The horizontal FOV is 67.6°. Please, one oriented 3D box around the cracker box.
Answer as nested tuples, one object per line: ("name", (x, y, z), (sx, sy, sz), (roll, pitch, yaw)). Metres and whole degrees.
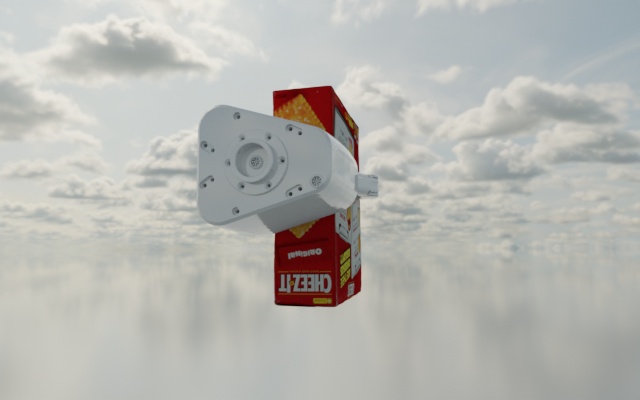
("cracker box", (0.000, 0.002, 0.535), (0.072, 0.213, 0.164), (-2, -6, 13))
